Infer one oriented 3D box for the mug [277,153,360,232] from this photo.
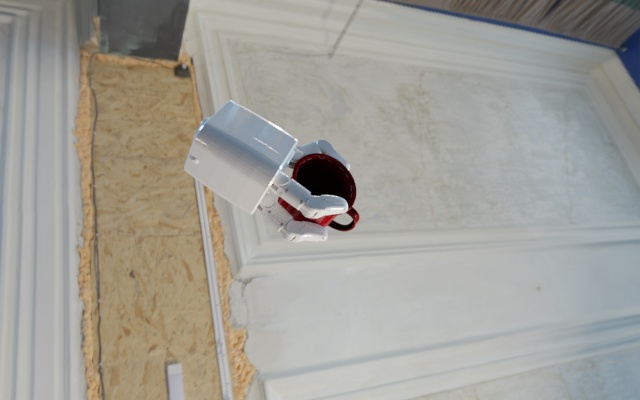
[{"bbox_3d":[0.001,0.003,0.658,0.117,0.093,0.081,34,-37,-6],"label":"mug"}]
